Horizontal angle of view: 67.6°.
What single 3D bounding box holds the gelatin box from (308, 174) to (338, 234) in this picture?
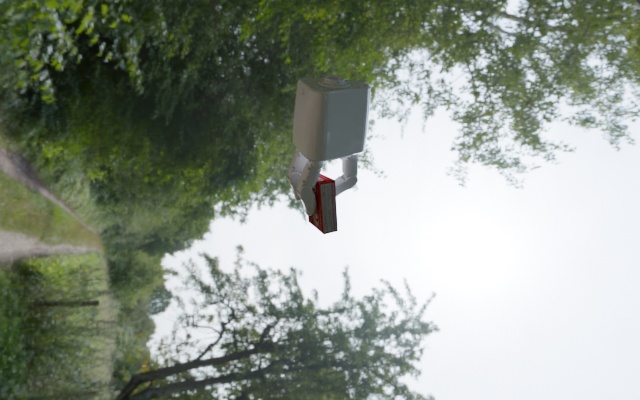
[{"bbox_3d":[0.001,0.003,0.791,0.030,0.089,0.073,-10,17,-19],"label":"gelatin box"}]
